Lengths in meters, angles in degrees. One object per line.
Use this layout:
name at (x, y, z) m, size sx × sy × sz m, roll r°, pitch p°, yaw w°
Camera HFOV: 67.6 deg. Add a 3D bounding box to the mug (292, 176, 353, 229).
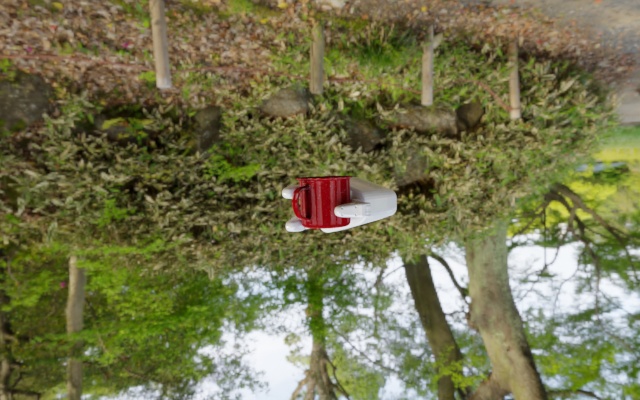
mug at (-0.001, 0.003, 0.774) m, size 0.093 × 0.081 × 0.117 m, roll 2°, pitch 6°, yaw 41°
